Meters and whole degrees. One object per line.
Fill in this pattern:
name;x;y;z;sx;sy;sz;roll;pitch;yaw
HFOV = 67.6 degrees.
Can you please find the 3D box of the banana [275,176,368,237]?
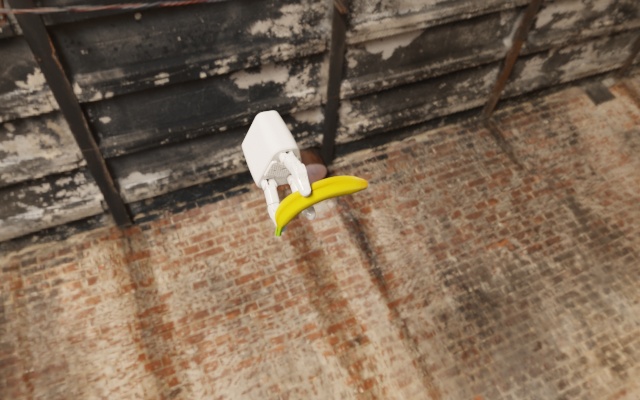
banana;-0.007;-0.005;0.871;0.198;0.037;0.070;-27;-33;-2
